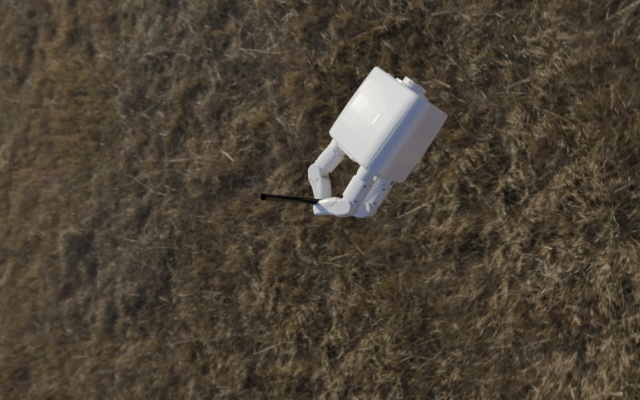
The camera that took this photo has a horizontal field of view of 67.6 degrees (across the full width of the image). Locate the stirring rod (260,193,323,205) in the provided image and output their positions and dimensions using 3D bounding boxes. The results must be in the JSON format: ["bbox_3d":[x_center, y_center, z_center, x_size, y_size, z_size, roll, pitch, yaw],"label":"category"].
[{"bbox_3d":[0.000,0.002,0.633,0.011,0.011,0.239,0,-3,32],"label":"stirring rod"}]
